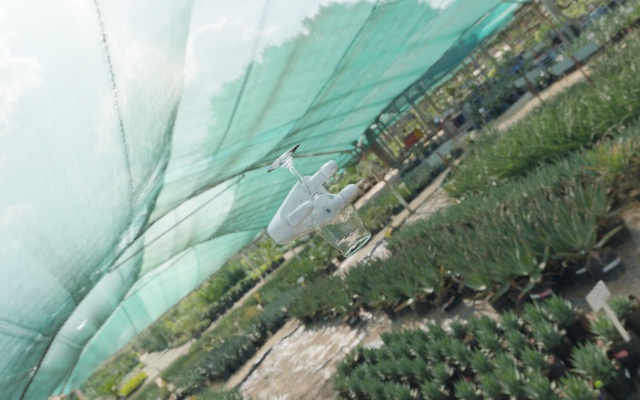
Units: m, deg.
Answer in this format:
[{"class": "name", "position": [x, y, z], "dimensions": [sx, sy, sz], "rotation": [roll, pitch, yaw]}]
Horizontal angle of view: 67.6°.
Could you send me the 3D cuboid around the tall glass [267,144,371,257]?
[{"class": "tall glass", "position": [0.000, 0.002, 0.823], "dimensions": [0.079, 0.201, 0.079], "rotation": [-41, 0, 0]}]
